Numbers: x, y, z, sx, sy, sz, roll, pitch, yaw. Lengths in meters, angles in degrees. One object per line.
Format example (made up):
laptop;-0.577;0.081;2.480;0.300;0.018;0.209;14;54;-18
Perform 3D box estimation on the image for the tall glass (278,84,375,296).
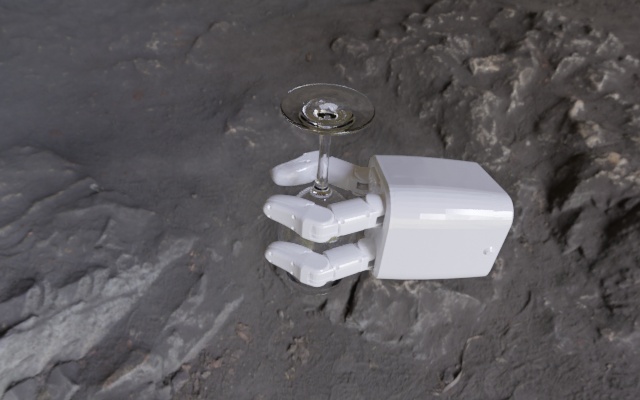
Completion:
tall glass;0.000;0.001;0.436;0.079;0.201;0.079;3;42;-3
